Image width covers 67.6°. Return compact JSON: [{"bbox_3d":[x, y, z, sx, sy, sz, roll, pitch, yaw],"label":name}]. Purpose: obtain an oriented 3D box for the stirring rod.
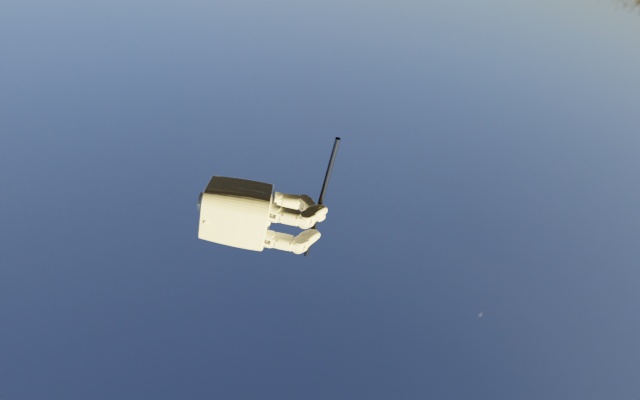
[{"bbox_3d":[0.000,0.002,0.776,0.011,0.240,0.011,10,36,-7],"label":"stirring rod"}]
